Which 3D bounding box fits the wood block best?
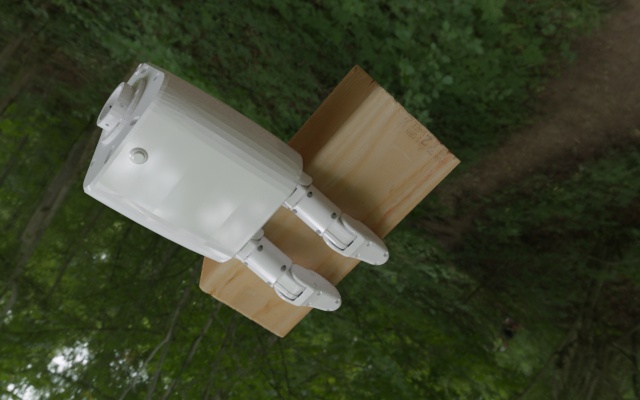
[{"bbox_3d":[0.000,0.001,0.402,0.090,0.206,0.090,37,16,-22],"label":"wood block"}]
